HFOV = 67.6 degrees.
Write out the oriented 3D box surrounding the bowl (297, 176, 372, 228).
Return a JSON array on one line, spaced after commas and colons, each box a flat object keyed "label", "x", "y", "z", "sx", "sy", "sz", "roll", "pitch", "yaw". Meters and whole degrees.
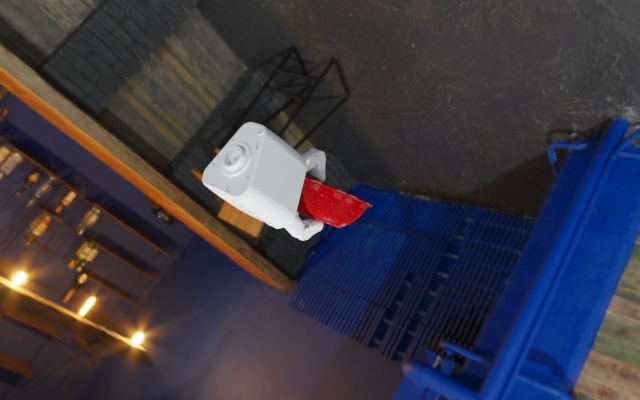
[{"label": "bowl", "x": 0.001, "y": 0.003, "z": 0.780, "sx": 0.162, "sy": 0.055, "sz": 0.162, "roll": 21, "pitch": 0, "yaw": 0}]
